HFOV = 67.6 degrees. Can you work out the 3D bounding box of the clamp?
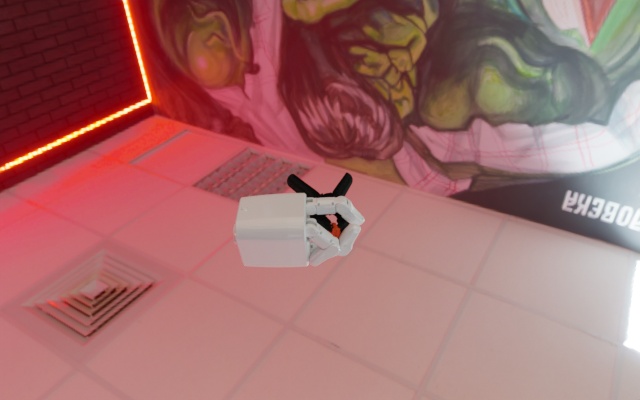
[{"bbox_3d":[0.000,0.003,0.822,0.120,0.039,0.171,-1,35,0],"label":"clamp"}]
